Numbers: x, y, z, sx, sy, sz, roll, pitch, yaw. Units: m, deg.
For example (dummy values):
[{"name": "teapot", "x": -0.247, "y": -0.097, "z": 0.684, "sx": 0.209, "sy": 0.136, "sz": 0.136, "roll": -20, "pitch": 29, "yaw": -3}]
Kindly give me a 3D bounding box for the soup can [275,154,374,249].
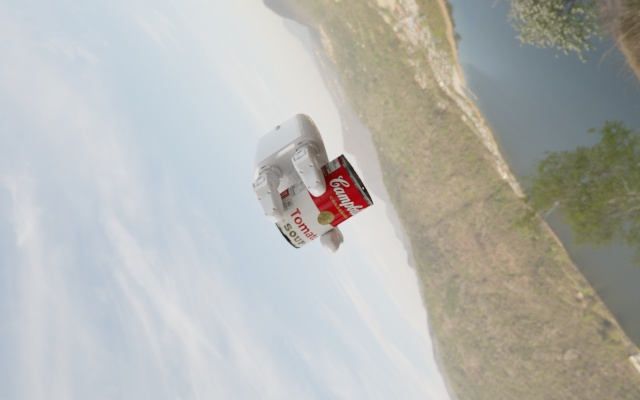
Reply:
[{"name": "soup can", "x": 0.000, "y": 0.002, "z": 0.547, "sx": 0.102, "sy": 0.068, "sz": 0.068, "roll": -32, "pitch": -6, "yaw": 9}]
